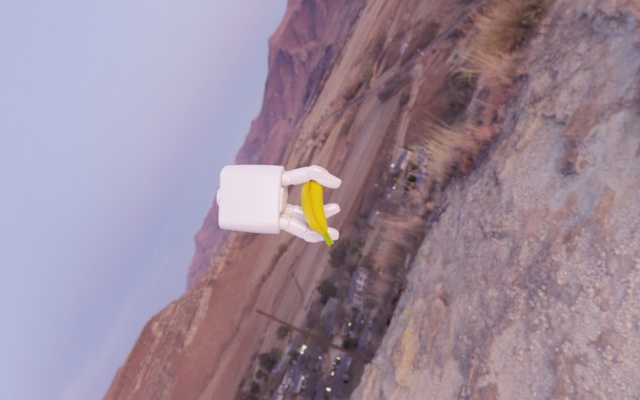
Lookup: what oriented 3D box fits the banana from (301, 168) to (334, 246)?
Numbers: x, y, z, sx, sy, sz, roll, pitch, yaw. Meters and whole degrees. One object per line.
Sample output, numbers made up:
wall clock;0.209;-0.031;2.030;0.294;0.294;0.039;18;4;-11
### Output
banana;-0.007;-0.008;0.839;0.037;0.070;0.197;-18;39;15
